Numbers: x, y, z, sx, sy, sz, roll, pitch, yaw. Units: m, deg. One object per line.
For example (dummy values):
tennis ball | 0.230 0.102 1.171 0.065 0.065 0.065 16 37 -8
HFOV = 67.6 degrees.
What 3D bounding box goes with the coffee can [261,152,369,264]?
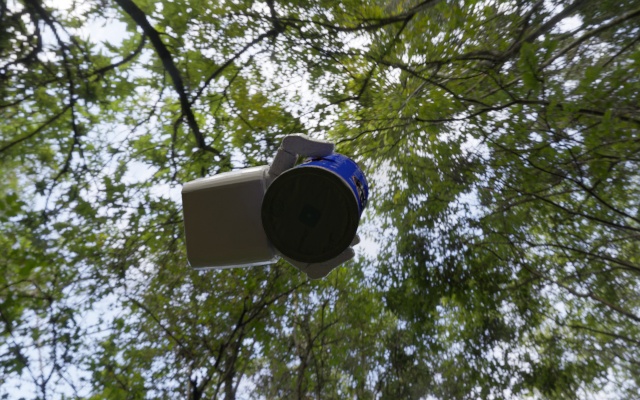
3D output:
coffee can | 0.000 0.002 0.552 0.103 0.103 0.140 0 12 10
